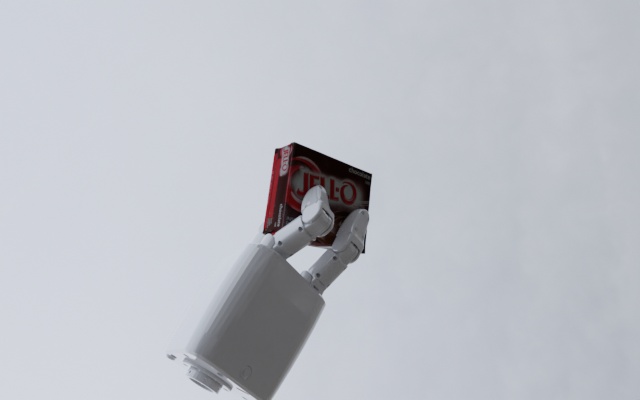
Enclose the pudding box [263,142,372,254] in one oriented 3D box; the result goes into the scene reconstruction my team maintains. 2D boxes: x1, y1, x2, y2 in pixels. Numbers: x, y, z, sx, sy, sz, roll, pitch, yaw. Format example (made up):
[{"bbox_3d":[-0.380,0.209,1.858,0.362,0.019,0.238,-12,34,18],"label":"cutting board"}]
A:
[{"bbox_3d":[0.000,0.002,0.487,0.113,0.090,0.039,19,-17,-40],"label":"pudding box"}]
